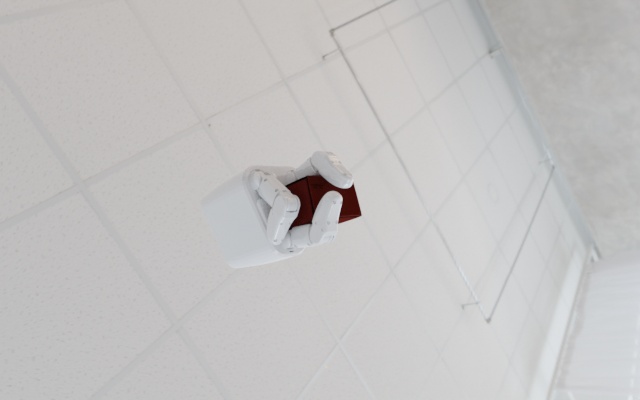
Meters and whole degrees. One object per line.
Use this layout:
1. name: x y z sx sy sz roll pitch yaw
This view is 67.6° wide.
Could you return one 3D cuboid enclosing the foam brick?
1. foam brick: 0.000 0.002 0.562 0.078 0.053 0.051 -2 -15 -44
